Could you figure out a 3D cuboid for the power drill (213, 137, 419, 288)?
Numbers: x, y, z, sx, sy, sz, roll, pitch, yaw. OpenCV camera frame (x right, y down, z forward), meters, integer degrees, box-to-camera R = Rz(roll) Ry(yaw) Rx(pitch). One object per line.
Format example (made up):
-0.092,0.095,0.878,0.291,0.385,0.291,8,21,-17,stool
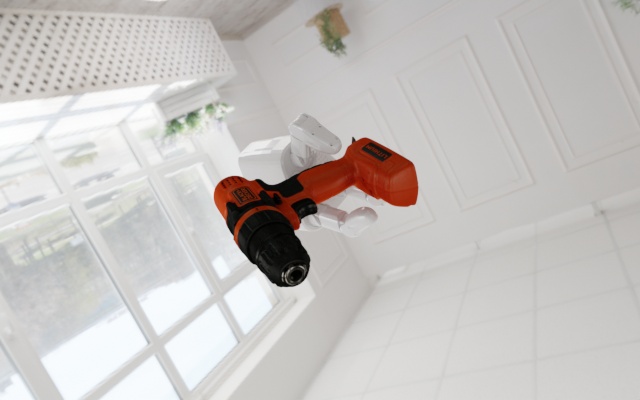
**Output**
0.000,0.001,0.474,0.187,0.057,0.184,-19,32,-20,power drill
